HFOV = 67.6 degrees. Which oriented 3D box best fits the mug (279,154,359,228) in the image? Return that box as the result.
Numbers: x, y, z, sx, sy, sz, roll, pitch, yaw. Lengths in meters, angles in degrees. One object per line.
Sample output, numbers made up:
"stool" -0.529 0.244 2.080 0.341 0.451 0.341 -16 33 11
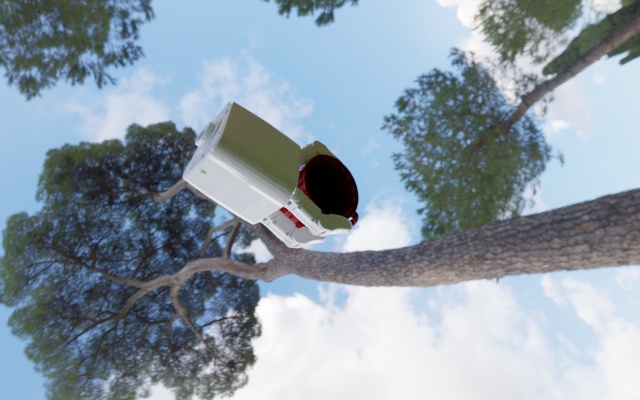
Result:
"mug" 0.001 0.003 0.655 0.117 0.093 0.081 36 -39 -23
